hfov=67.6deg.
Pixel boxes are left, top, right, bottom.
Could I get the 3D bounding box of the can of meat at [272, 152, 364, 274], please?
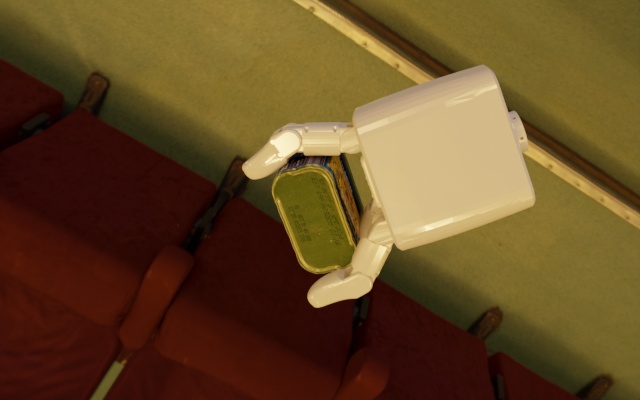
[{"bbox_3d":[0.000,0.001,0.422,0.057,0.102,0.084,-16,22,13],"label":"can of meat"}]
